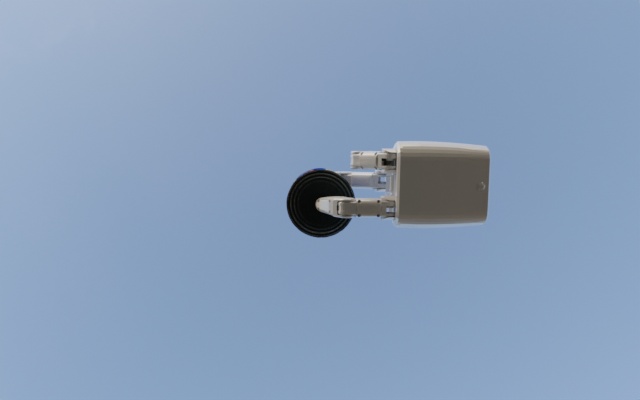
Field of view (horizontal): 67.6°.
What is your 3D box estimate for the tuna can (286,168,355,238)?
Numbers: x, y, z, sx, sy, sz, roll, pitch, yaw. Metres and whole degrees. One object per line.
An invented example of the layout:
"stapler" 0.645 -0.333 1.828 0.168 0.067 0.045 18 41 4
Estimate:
"tuna can" 0.000 0.002 0.606 0.086 0.086 0.033 0 9 -2
